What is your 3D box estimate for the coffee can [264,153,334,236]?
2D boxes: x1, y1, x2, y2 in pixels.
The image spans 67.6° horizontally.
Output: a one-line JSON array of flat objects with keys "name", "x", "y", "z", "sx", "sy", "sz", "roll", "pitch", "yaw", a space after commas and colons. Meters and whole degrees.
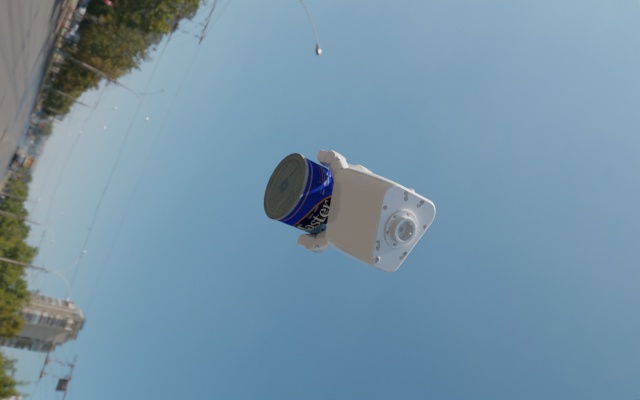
[{"name": "coffee can", "x": 0.000, "y": 0.002, "z": 0.723, "sx": 0.140, "sy": 0.102, "sz": 0.103, "roll": 24, "pitch": -13, "yaw": -32}]
